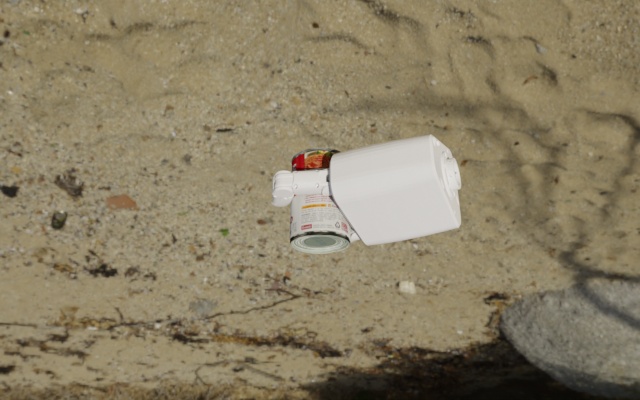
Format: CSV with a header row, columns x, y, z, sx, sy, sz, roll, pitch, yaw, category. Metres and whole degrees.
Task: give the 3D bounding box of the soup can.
x,y,z,sx,sy,sz,roll,pitch,yaw,category
0.000,0.002,0.535,0.068,0.102,0.068,0,-24,0,soup can
